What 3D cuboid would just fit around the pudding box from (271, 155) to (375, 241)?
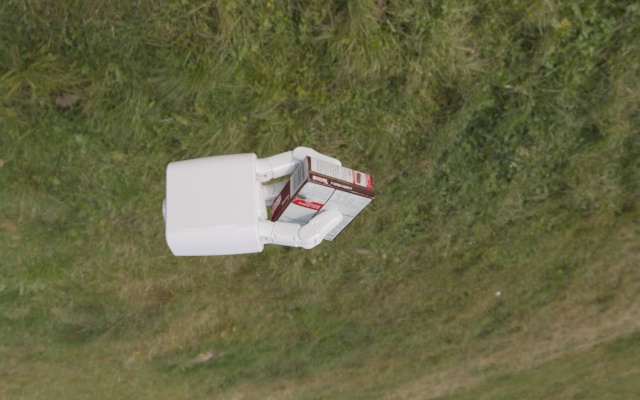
[{"bbox_3d":[0.000,0.002,0.586,0.090,0.039,0.113,14,-37,-22],"label":"pudding box"}]
